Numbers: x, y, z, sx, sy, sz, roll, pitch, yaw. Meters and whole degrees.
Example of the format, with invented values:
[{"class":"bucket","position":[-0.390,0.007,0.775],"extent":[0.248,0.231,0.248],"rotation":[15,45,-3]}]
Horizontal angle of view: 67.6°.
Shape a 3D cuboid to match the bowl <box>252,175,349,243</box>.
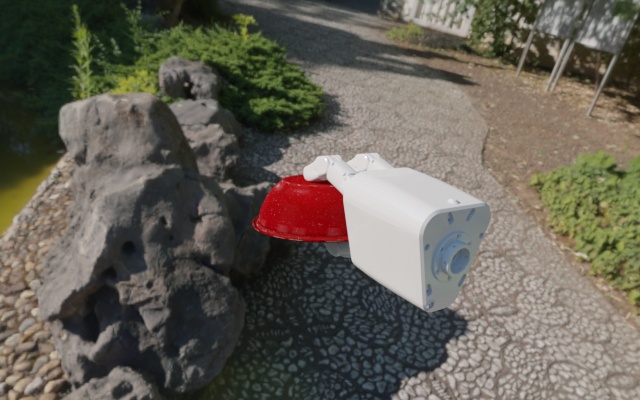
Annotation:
[{"class":"bowl","position":[-0.001,0.001,0.568],"extent":[0.162,0.055,0.162],"rotation":[1,11,0]}]
